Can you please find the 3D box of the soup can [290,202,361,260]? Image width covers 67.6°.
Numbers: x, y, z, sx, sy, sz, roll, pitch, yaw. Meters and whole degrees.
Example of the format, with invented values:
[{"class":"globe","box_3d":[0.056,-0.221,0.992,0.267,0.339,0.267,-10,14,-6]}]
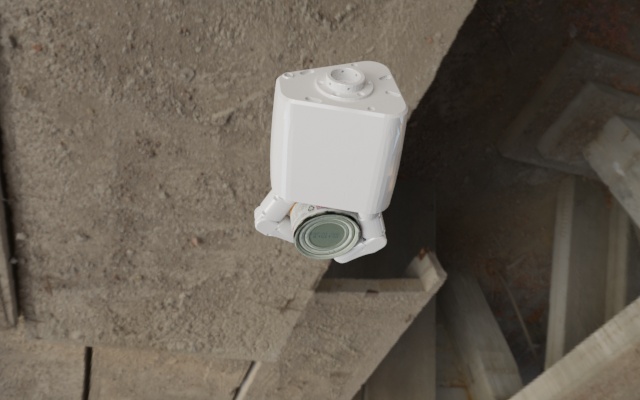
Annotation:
[{"class":"soup can","box_3d":[0.000,0.002,0.496,0.068,0.069,0.102,0,43,-11]}]
